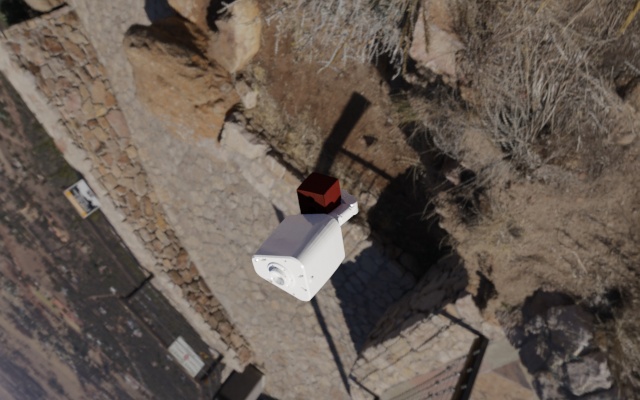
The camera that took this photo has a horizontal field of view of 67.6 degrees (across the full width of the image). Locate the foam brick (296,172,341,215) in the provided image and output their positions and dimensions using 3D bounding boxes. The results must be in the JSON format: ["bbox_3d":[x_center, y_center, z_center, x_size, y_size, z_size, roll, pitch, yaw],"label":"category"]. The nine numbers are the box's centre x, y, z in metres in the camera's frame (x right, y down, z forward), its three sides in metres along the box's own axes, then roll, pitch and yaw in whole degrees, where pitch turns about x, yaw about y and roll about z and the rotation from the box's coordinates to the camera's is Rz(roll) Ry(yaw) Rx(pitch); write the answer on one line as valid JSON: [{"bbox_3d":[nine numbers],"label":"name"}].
[{"bbox_3d":[0.000,0.002,0.787,0.053,0.078,0.051,14,42,30],"label":"foam brick"}]
